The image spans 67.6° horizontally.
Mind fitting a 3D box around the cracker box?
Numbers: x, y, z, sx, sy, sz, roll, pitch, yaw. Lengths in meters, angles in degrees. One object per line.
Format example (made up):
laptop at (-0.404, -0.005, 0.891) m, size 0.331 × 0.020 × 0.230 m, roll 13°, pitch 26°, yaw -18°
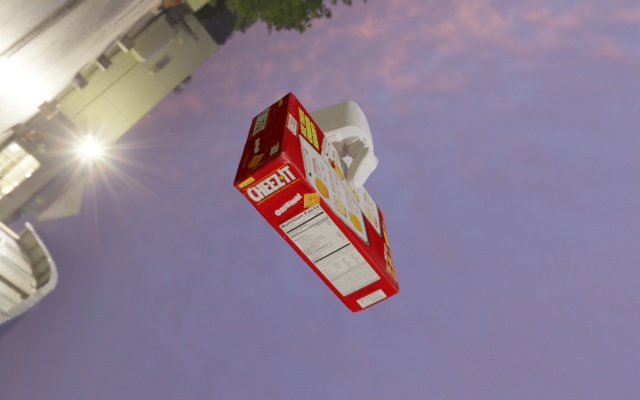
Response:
cracker box at (0.000, 0.002, 0.555) m, size 0.072 × 0.214 × 0.164 m, roll -31°, pitch 27°, yaw 18°
